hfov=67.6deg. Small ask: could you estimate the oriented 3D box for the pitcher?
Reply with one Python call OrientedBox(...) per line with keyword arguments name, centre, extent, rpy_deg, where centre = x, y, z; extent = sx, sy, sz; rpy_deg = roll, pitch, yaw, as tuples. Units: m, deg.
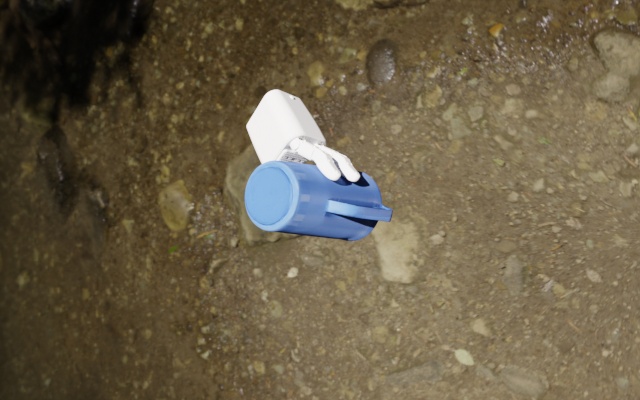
OrientedBox(name="pitcher", centre=(0.000, 0.002, 0.802), extent=(0.149, 0.145, 0.243), rpy_deg=(-37, -24, 27))
